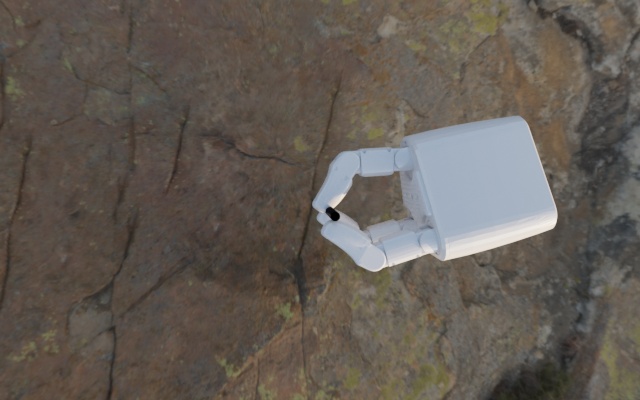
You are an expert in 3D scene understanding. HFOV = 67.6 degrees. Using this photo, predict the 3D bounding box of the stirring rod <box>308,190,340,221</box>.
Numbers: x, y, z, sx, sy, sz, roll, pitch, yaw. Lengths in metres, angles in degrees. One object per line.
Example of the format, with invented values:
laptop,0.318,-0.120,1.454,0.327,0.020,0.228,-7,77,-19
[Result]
stirring rod,0.000,0.002,0.503,0.011,0.011,0.239,0,5,-6
